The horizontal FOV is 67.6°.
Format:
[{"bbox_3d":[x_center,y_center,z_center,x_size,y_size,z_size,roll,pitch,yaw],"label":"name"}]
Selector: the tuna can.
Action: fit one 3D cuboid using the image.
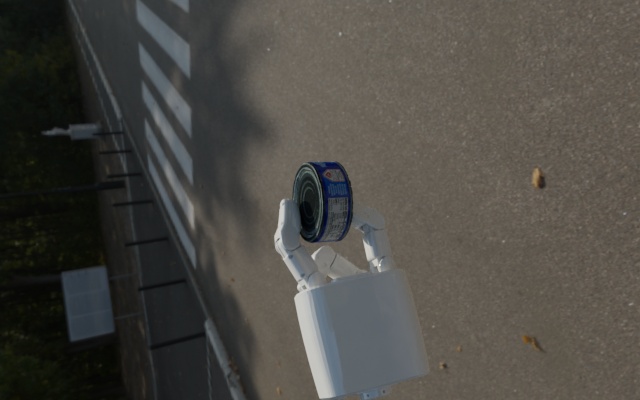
[{"bbox_3d":[0.000,0.002,0.501,0.034,0.086,0.086,-2,1,-24],"label":"tuna can"}]
